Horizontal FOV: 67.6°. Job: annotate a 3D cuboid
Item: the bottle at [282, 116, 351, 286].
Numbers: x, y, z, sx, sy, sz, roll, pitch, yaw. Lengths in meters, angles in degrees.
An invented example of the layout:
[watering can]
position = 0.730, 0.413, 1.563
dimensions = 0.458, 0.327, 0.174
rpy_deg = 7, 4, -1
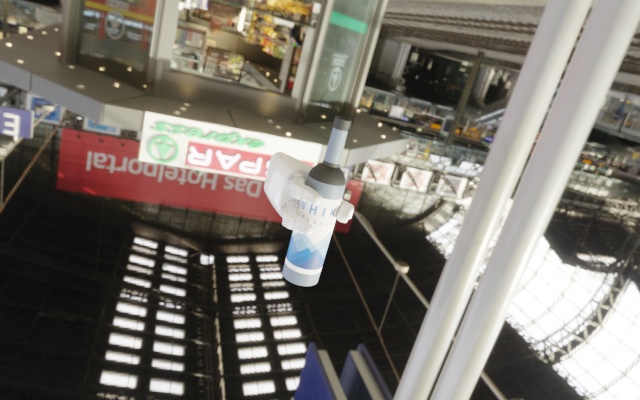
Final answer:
[bottle]
position = 0.000, 0.003, 0.814
dimensions = 0.069, 0.296, 0.069
rpy_deg = 14, 19, -5
